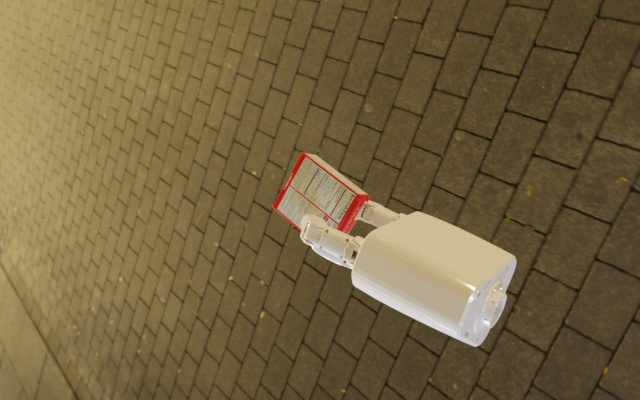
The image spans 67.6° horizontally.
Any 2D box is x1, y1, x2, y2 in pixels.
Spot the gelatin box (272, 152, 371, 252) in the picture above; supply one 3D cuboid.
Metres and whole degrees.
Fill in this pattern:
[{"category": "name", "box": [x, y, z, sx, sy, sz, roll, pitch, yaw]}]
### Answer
[{"category": "gelatin box", "box": [0.000, 0.001, 0.517, 0.089, 0.073, 0.030, 38, 18, 27]}]
